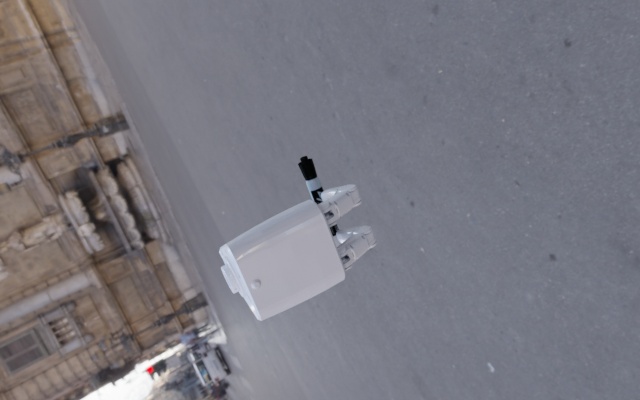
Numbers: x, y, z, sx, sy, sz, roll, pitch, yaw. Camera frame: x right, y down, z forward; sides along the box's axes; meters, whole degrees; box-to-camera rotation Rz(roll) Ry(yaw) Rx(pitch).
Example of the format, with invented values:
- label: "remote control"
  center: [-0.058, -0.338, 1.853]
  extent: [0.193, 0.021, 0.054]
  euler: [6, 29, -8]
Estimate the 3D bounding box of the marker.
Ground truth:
- label: "marker"
  center: [0.000, 0.002, 0.595]
  extent: [0.020, 0.121, 0.020]
  euler: [-20, 15, 5]
